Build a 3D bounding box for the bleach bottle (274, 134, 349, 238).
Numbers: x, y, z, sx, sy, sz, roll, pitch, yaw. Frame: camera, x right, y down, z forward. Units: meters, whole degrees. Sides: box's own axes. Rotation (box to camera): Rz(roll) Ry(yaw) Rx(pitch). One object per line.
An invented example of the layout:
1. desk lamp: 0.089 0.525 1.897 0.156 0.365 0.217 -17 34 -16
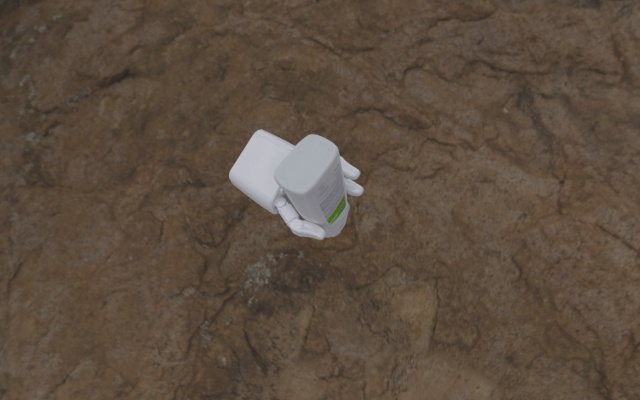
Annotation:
1. bleach bottle: 0.000 0.002 0.787 0.068 0.102 0.251 31 -19 23
